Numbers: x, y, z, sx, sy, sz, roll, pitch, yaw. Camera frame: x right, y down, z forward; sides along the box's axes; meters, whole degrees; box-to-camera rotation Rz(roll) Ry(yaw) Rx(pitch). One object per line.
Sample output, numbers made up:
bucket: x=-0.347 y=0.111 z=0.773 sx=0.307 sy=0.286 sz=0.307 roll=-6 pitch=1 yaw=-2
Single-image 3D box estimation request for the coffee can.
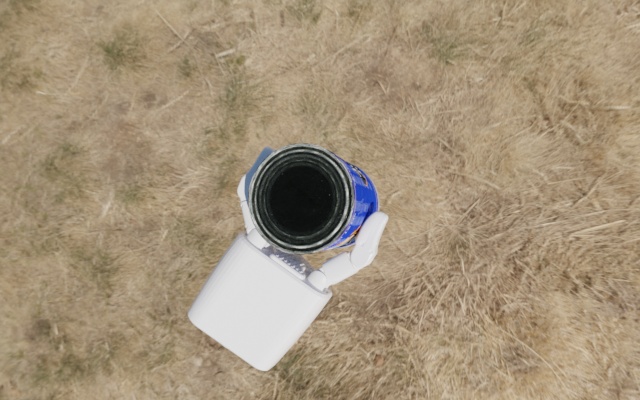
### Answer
coffee can: x=0.000 y=0.002 z=0.500 sx=0.103 sy=0.103 sz=0.140 roll=0 pitch=-3 yaw=16
